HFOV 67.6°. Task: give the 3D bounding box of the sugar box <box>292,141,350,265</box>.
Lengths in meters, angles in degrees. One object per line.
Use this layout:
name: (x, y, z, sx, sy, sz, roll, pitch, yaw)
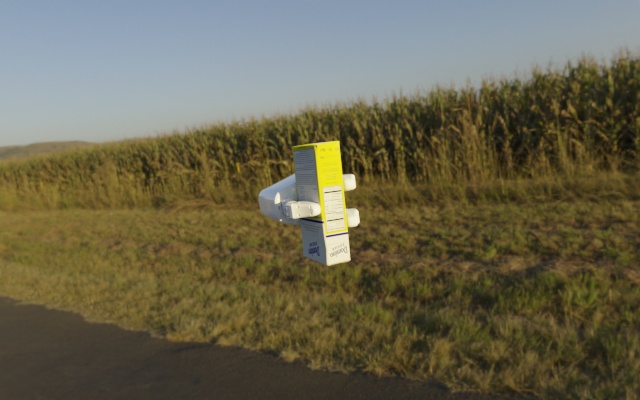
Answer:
sugar box: (0.001, 0.002, 0.721, 0.048, 0.176, 0.093, -11, 8, -24)
